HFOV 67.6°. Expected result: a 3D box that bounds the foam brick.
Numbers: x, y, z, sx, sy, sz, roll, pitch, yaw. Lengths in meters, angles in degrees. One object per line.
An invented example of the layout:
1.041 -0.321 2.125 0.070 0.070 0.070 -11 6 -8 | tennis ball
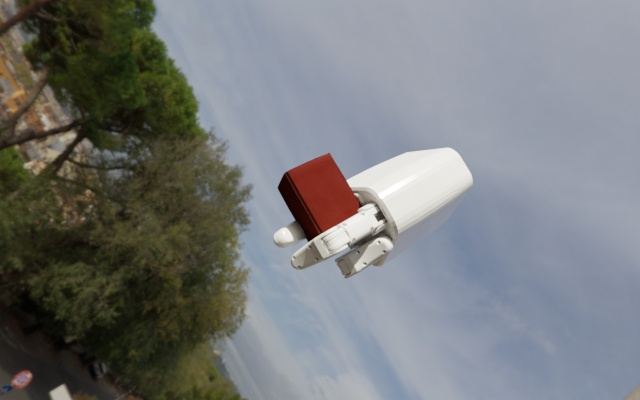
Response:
0.000 0.001 0.478 0.051 0.078 0.053 -29 -5 -19 | foam brick
